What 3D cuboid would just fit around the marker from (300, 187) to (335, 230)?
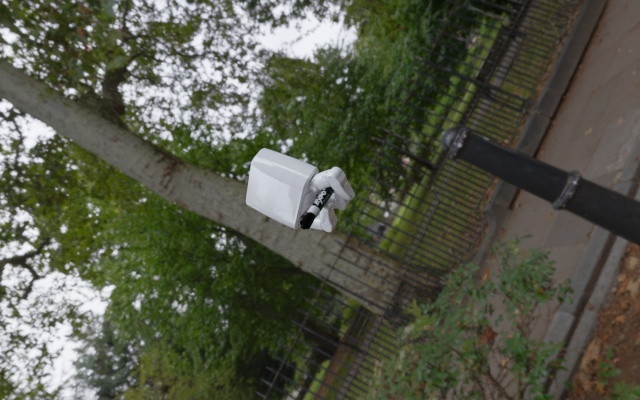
[{"bbox_3d":[0.000,0.003,0.769,0.020,0.020,0.121,0,41,36],"label":"marker"}]
